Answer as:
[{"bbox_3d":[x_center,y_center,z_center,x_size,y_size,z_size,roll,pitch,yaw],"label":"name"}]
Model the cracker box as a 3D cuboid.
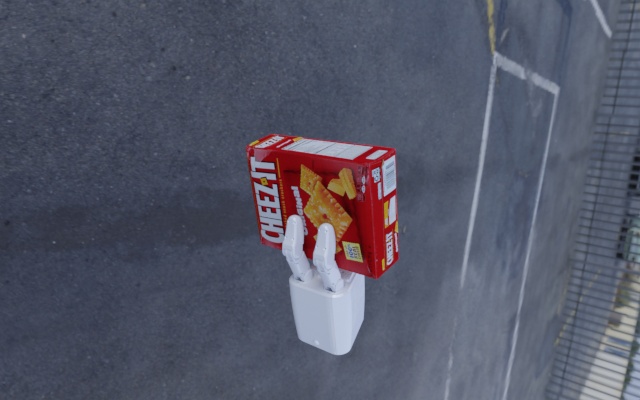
[{"bbox_3d":[0.000,0.002,0.671,0.213,0.164,0.072,12,28,35],"label":"cracker box"}]
